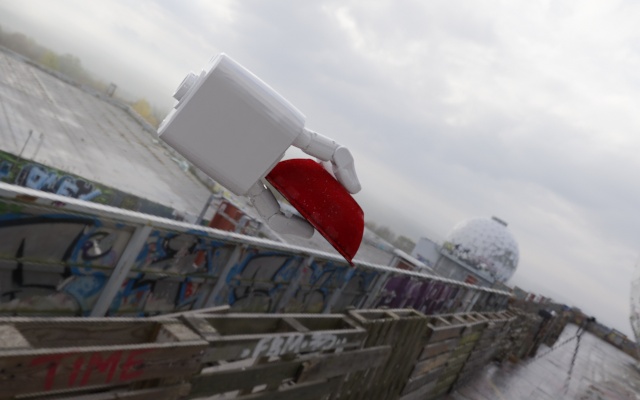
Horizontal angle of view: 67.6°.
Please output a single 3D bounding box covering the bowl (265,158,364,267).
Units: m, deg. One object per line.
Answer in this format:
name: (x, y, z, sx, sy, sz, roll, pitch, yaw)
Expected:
bowl: (0.001, 0.002, 0.561, 0.055, 0.162, 0.162, -44, 3, -3)
